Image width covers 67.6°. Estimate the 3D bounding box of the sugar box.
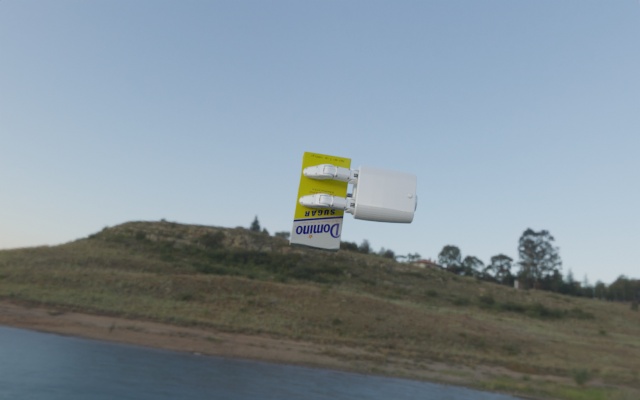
[{"bbox_3d":[0.000,0.003,0.892,0.093,0.176,0.048,8,-14,-3],"label":"sugar box"}]
